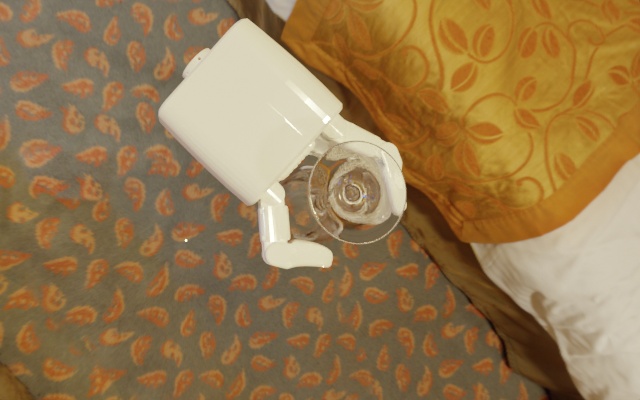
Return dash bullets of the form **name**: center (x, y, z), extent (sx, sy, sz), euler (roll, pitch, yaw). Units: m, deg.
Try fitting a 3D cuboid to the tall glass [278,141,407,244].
- **tall glass**: center (0.000, 0.002, 0.433), extent (0.079, 0.079, 0.201), euler (0, -5, -16)
